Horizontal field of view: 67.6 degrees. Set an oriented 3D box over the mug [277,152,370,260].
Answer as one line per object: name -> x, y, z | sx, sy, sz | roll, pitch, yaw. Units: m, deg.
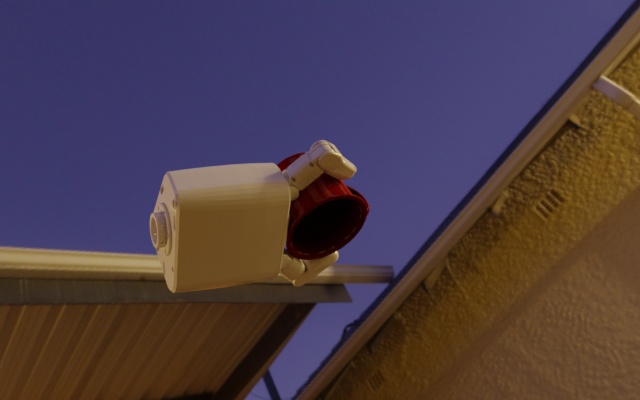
mug -> 0.001, 0.001, 0.517 | 0.117, 0.093, 0.081 | -5, 45, -32
